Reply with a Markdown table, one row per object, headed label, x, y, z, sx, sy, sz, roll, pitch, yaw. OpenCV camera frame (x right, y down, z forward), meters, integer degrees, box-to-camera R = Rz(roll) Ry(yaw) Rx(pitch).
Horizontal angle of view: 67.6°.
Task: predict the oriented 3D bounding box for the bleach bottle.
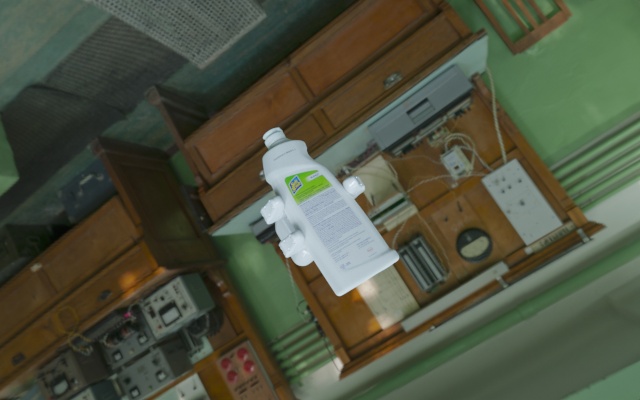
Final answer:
| label | x | y | z | sx | sy | sz | roll | pitch | yaw |
| --- | --- | --- | --- | --- | --- | --- | --- | --- | --- |
| bleach bottle | 0.000 | 0.002 | 0.674 | 0.102 | 0.250 | 0.068 | -28 | -13 | -18 |
